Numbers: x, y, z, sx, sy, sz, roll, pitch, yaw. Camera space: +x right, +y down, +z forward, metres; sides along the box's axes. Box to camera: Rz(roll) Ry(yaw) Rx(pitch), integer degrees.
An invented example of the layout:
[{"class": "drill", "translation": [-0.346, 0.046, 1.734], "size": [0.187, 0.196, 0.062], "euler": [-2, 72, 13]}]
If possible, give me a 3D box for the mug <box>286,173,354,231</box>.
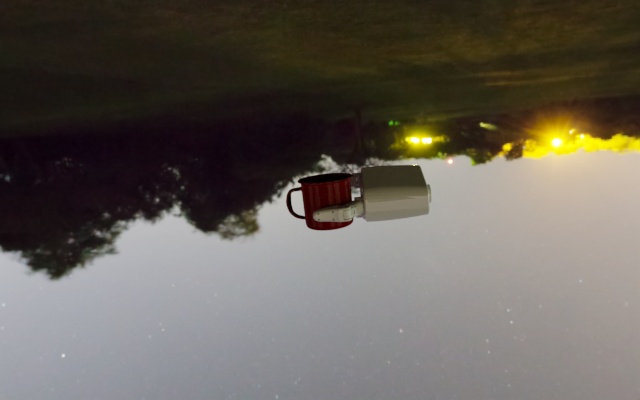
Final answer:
[{"class": "mug", "translation": [-0.001, 0.003, 0.799], "size": [0.117, 0.081, 0.093], "euler": [-5, 12, 6]}]
